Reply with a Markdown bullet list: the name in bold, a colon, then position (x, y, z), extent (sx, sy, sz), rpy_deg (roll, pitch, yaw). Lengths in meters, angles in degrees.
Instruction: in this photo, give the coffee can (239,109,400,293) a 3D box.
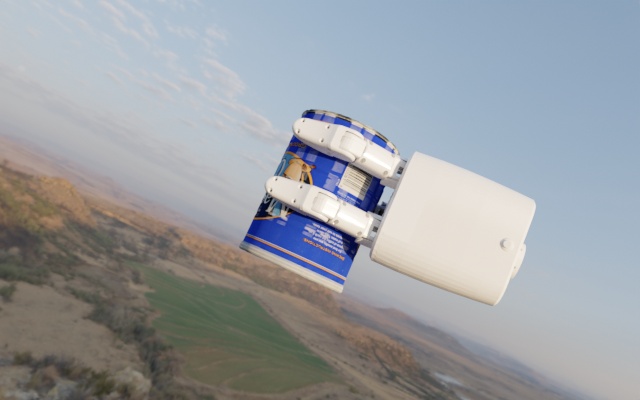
- **coffee can**: position (0.000, 0.002, 0.448), extent (0.103, 0.140, 0.103), rpy_deg (24, -9, 4)
